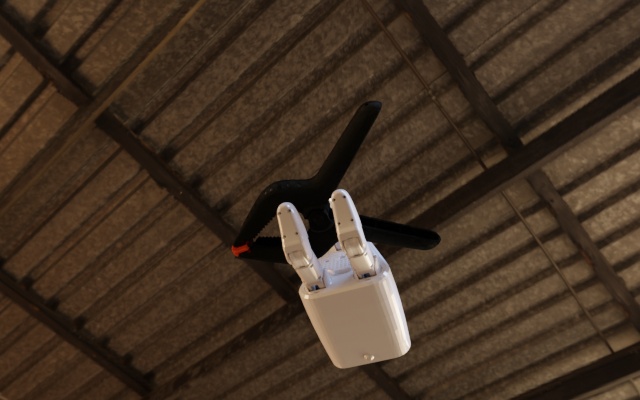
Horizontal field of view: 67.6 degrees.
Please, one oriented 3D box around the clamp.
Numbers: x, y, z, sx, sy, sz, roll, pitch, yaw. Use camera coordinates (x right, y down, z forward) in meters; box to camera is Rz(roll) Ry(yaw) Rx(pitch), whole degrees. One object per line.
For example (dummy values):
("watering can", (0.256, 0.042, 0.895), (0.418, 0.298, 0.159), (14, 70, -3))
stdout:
("clamp", (0.000, 0.002, 0.485), (0.210, 0.165, 0.036), (-16, 20, 12))
